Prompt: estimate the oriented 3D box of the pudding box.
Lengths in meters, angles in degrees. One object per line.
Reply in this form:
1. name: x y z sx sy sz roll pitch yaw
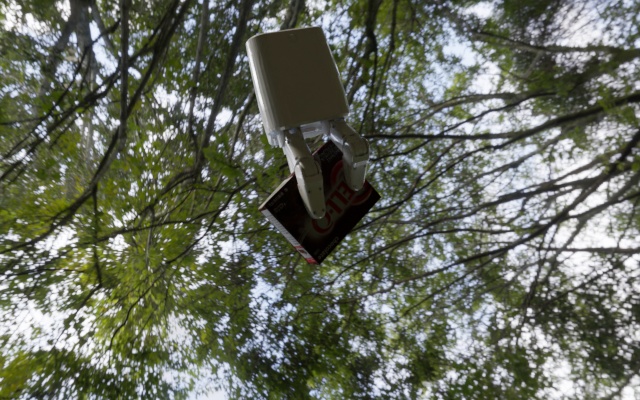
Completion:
1. pudding box: 0.000 0.002 0.535 0.113 0.090 0.039 -46 11 -18
